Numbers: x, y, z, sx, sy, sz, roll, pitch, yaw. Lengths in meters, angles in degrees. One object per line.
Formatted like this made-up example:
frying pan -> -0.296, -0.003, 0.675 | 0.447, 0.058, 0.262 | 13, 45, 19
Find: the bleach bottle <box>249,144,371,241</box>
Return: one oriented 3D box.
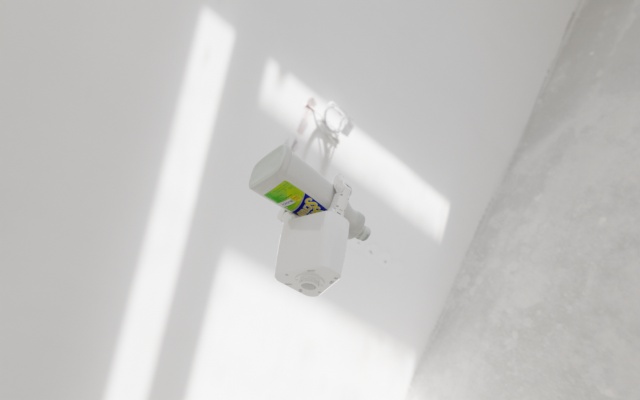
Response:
bleach bottle -> 0.000, 0.003, 0.853 | 0.251, 0.068, 0.102 | 33, -41, -29
